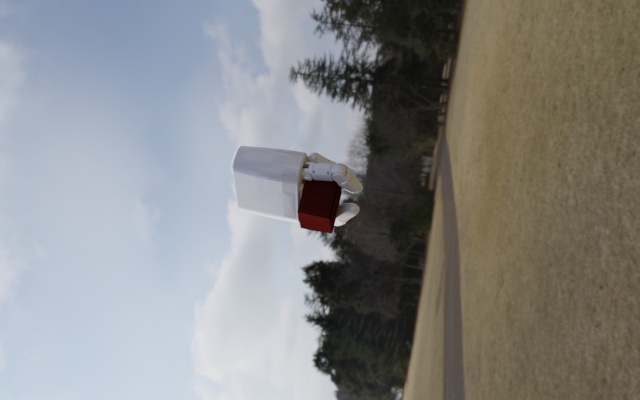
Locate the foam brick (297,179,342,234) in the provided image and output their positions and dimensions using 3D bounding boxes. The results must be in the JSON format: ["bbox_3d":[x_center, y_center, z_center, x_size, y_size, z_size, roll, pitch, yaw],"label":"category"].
[{"bbox_3d":[0.000,0.003,0.722,0.051,0.078,0.053,9,-30,8],"label":"foam brick"}]
